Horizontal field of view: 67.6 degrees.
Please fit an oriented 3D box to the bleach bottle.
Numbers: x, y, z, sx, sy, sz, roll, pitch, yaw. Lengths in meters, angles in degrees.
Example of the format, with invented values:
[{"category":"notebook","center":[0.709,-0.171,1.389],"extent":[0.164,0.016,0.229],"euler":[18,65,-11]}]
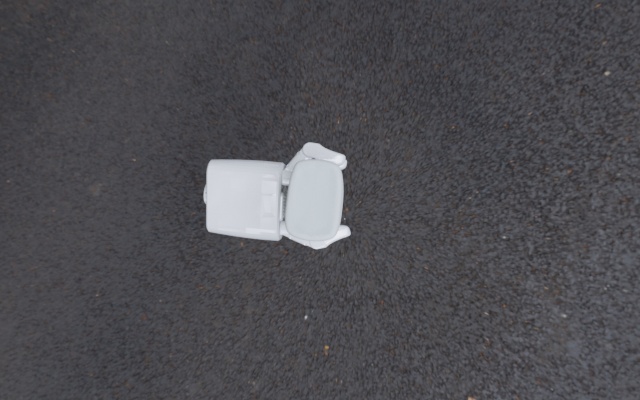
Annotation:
[{"category":"bleach bottle","center":[0.000,0.002,0.690],"extent":[0.068,0.102,0.251],"euler":[6,-2,4]}]
